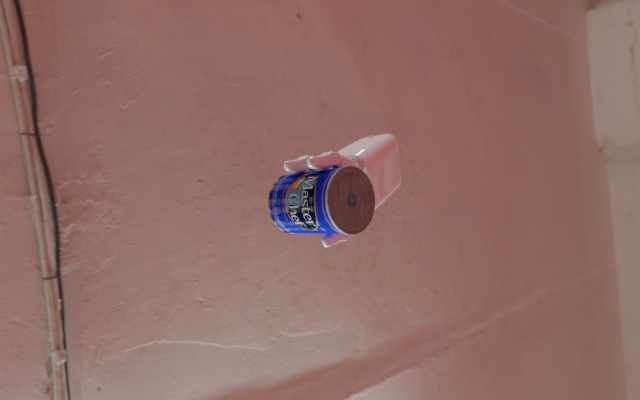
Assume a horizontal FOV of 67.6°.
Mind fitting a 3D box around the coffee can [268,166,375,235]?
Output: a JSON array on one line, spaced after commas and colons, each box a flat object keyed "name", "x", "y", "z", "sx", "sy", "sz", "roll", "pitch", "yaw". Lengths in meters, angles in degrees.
[{"name": "coffee can", "x": 0.000, "y": 0.003, "z": 0.755, "sx": 0.103, "sy": 0.103, "sz": 0.140, "roll": 0, "pitch": -2, "yaw": -44}]
